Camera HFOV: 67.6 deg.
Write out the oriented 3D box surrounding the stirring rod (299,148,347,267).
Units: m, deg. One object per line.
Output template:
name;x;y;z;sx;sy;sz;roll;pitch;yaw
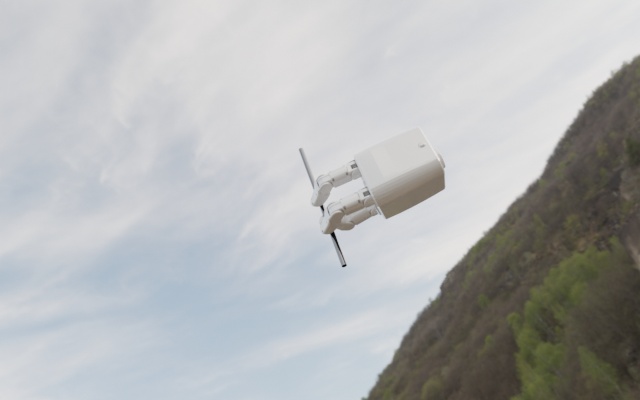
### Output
stirring rod;0.000;0.003;0.749;0.011;0.239;0.011;-13;-37;-10
